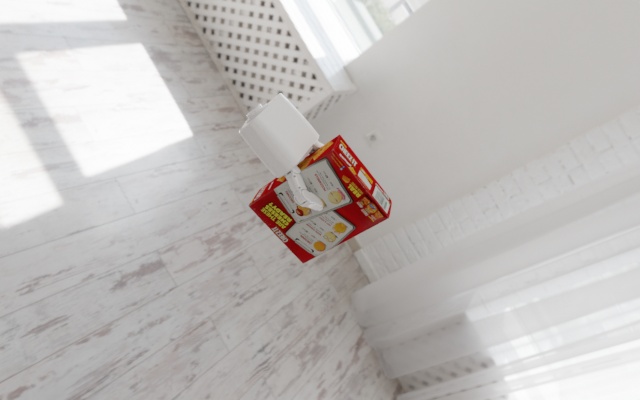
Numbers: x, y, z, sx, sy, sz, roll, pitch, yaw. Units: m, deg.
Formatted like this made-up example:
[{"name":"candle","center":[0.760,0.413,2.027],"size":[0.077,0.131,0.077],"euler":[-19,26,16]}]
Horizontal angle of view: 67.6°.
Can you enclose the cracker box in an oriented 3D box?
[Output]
[{"name":"cracker box","center":[0.000,0.003,0.893],"size":[0.214,0.164,0.072],"euler":[-31,19,30]}]
